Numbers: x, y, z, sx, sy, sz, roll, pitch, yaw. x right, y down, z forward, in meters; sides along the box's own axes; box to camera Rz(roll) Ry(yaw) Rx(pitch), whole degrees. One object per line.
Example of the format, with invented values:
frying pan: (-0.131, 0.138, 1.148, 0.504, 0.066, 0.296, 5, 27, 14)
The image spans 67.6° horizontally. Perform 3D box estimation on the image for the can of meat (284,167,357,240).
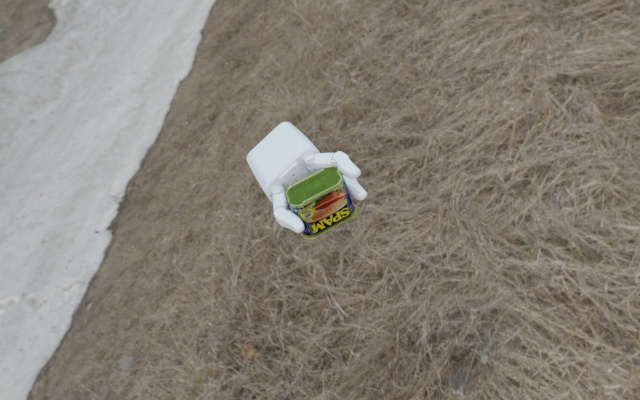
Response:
can of meat: (0.000, 0.002, 0.777, 0.102, 0.084, 0.057, -28, 45, -5)
